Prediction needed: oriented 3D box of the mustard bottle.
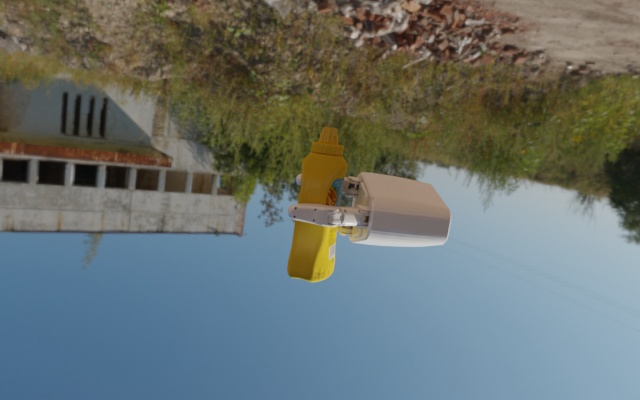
[{"bbox_3d":[0.000,0.002,0.617,0.058,0.191,0.096,11,9,16],"label":"mustard bottle"}]
